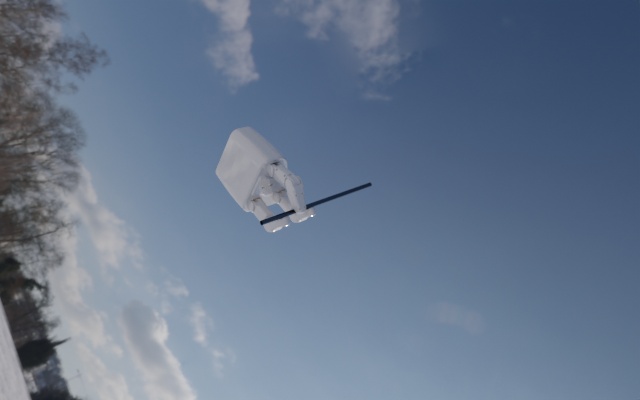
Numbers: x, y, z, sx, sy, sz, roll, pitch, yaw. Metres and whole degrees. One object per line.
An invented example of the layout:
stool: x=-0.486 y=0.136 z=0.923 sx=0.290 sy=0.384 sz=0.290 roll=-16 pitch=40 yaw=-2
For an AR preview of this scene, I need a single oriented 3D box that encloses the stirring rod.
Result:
stirring rod: x=0.000 y=0.003 z=0.809 sx=0.239 sy=0.011 sz=0.011 roll=-19 pitch=12 yaw=-36
